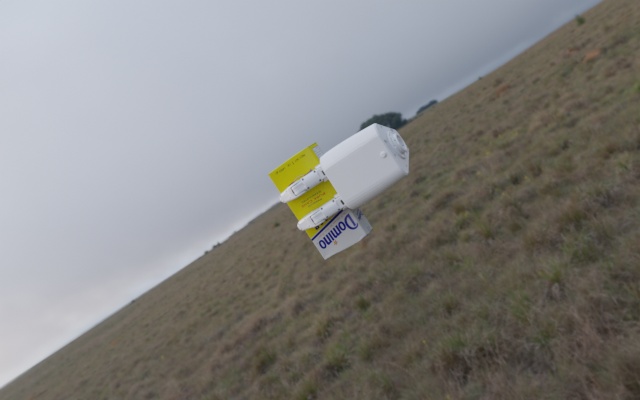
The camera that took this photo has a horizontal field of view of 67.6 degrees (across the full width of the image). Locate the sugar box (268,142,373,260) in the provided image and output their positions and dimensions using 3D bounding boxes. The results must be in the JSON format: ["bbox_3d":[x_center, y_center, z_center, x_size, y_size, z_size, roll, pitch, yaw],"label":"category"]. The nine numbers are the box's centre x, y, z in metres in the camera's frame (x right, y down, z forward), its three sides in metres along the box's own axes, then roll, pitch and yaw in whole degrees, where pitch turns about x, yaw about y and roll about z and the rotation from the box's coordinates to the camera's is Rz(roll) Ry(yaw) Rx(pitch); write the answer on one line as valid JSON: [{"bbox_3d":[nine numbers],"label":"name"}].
[{"bbox_3d":[0.000,0.003,0.799,0.093,0.176,0.048,-32,2,24],"label":"sugar box"}]
